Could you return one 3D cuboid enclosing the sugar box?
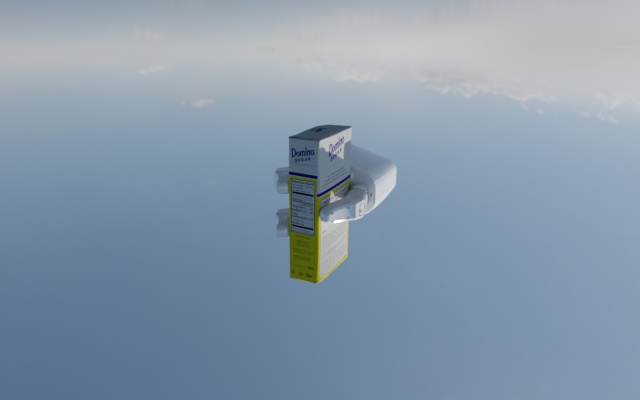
[{"bbox_3d":[0.000,0.002,0.579,0.048,0.176,0.093,8,20,25],"label":"sugar box"}]
